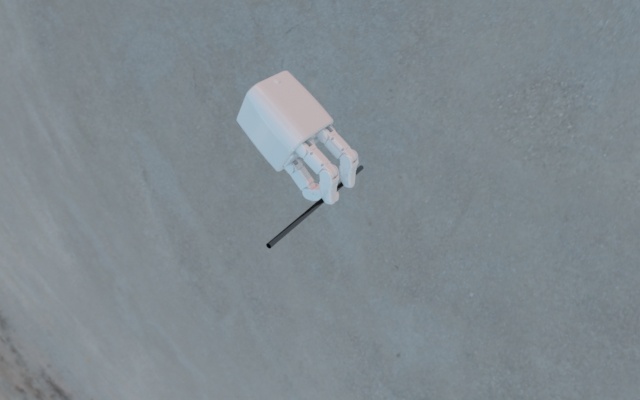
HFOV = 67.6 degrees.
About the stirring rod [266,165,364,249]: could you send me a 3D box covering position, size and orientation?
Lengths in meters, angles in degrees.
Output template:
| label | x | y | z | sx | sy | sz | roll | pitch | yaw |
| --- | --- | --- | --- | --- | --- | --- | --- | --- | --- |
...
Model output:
| label | x | y | z | sx | sy | sz | roll | pitch | yaw |
| --- | --- | --- | --- | --- | --- | --- | --- | --- | --- |
| stirring rod | 0.000 | 0.002 | 0.695 | 0.011 | 0.011 | 0.239 | 0 | 28 | 39 |
